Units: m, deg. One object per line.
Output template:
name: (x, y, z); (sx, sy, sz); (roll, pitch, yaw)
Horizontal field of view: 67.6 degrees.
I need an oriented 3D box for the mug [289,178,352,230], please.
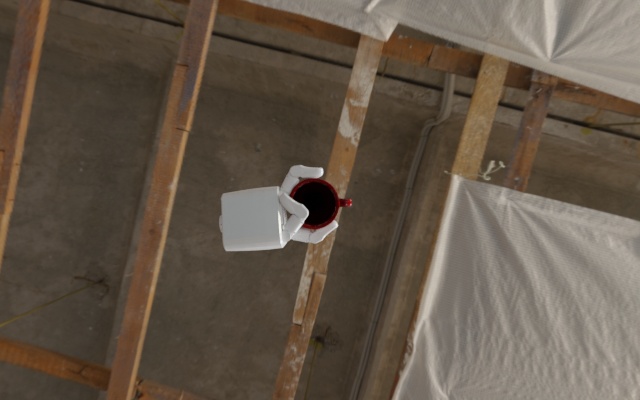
mug: (0.002, 0.003, 0.900); (0.117, 0.093, 0.081); (-3, 4, 0)
